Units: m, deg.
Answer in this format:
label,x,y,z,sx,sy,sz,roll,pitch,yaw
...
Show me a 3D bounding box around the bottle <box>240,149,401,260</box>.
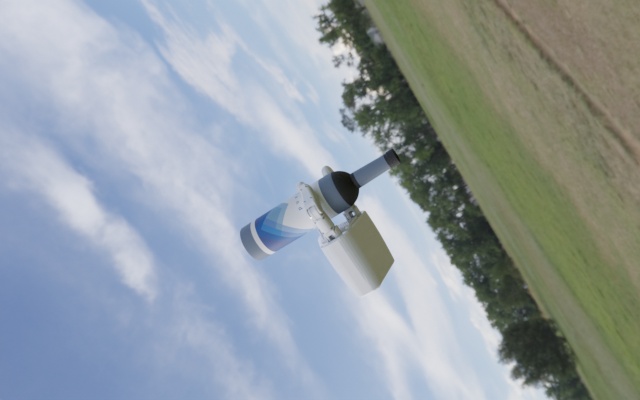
label,x,y,z,sx,sy,sz,roll,pitch,yaw
bottle,0.000,0.003,0.796,0.296,0.069,0.069,-31,-10,17
